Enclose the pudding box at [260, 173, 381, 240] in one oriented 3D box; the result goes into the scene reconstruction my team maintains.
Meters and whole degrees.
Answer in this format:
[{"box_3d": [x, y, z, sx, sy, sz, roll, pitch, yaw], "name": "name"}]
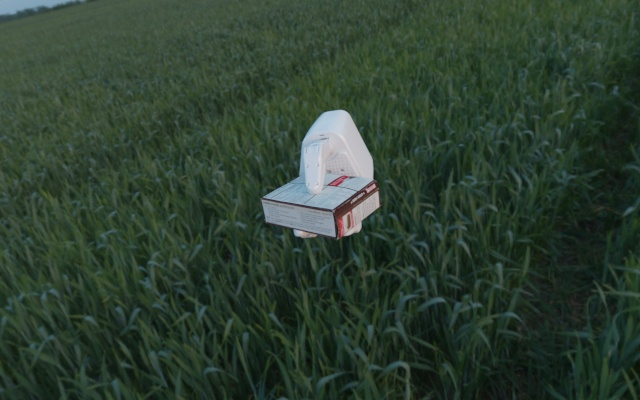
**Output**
[{"box_3d": [0.000, 0.002, 0.562, 0.113, 0.039, 0.090, 8, 30, 39], "name": "pudding box"}]
